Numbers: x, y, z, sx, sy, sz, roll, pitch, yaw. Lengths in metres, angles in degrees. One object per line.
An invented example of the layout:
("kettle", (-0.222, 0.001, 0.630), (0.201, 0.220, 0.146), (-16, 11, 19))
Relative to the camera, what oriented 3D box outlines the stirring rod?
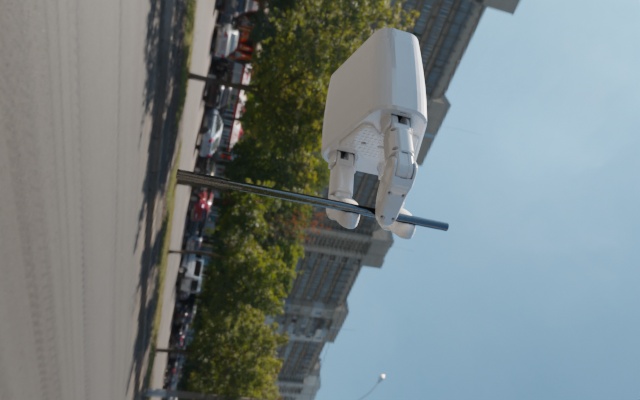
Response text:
("stirring rod", (0.000, 0.001, 0.409), (0.239, 0.011, 0.011), (11, -3, -13))
